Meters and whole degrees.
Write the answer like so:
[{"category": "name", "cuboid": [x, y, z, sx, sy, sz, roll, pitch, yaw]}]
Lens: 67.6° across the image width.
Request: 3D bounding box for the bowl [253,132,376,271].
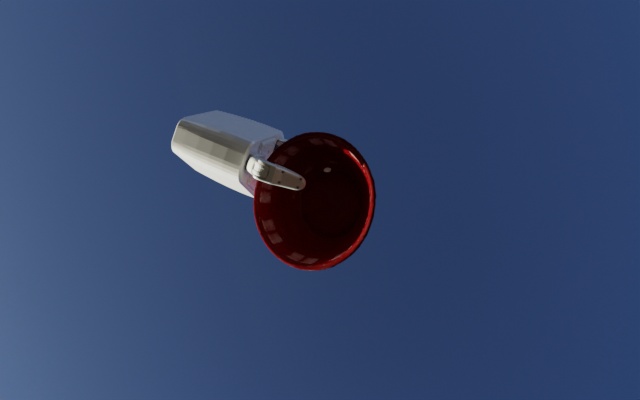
[{"category": "bowl", "cuboid": [0.001, 0.003, 0.576, 0.162, 0.162, 0.055, 0, -4, 28]}]
